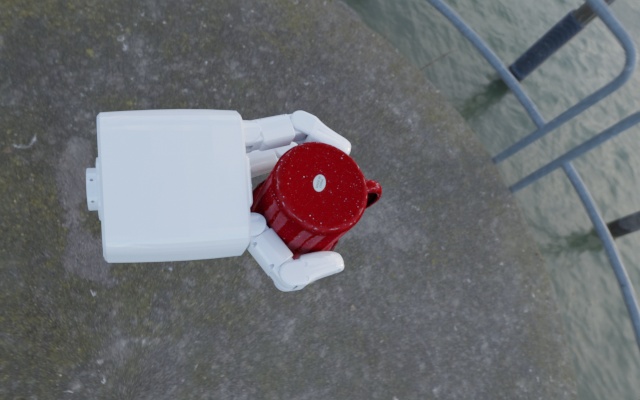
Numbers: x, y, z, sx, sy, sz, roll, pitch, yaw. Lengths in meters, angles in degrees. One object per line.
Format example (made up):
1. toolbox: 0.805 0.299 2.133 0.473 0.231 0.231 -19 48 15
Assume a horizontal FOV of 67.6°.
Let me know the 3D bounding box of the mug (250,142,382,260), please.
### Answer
1. mug: 0.001 0.001 0.416 0.117 0.093 0.081 -5 -20 -22
